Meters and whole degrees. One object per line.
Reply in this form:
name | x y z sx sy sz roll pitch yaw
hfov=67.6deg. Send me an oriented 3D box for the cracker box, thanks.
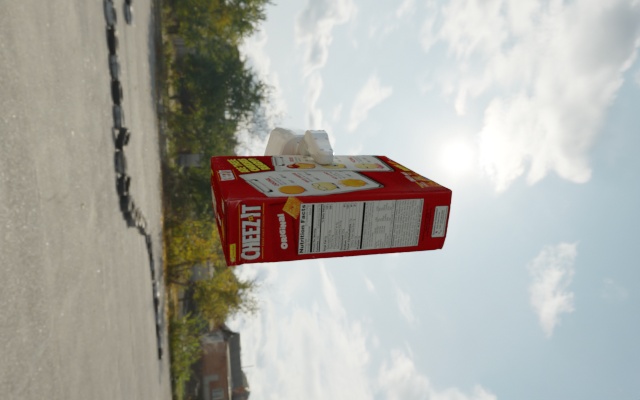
cracker box | 0.000 0.001 0.499 0.214 0.072 0.164 -3 18 -16
